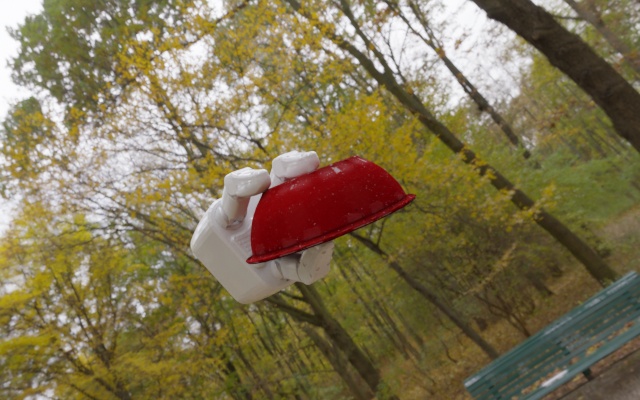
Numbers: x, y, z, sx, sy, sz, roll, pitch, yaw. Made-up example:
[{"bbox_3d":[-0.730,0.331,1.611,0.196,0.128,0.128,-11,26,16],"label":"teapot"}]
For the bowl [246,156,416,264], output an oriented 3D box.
[{"bbox_3d":[0.001,0.001,0.428,0.162,0.055,0.162,-21,2,1],"label":"bowl"}]
